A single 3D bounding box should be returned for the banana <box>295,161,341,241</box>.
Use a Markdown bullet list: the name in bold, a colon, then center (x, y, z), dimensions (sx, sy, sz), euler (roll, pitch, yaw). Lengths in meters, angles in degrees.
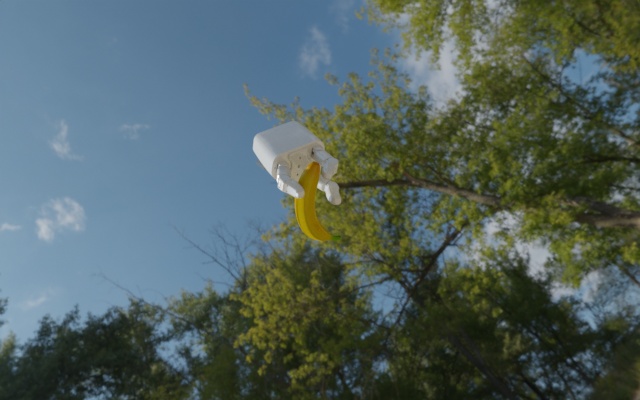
- **banana**: center (-0.015, 0.014, 0.897), dimensions (0.069, 0.198, 0.037), euler (-27, 42, -12)
